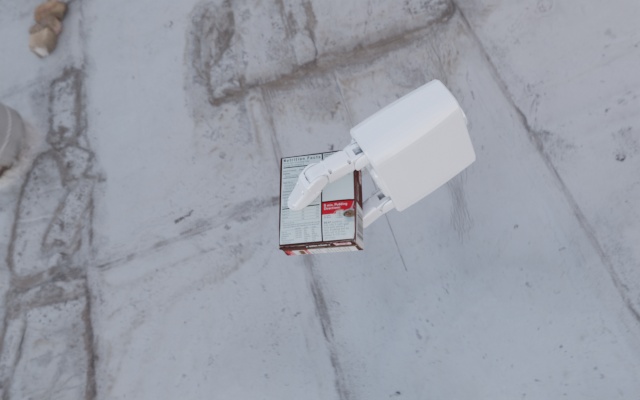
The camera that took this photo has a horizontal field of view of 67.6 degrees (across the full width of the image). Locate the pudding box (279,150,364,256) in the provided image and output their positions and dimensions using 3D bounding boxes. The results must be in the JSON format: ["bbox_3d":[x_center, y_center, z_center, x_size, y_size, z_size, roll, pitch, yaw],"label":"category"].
[{"bbox_3d":[0.000,0.002,0.538,0.090,0.113,0.039,-6,-24,16],"label":"pudding box"}]
